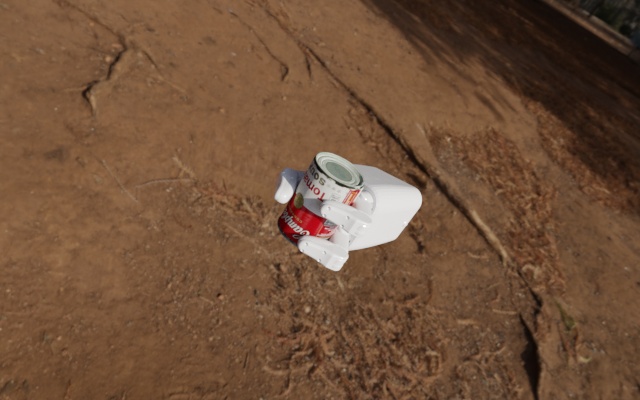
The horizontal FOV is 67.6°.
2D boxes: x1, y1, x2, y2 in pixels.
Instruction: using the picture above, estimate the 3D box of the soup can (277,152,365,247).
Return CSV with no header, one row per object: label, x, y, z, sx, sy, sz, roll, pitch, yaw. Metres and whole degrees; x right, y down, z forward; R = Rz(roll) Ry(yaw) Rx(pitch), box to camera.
soup can,0.000,0.002,0.572,0.068,0.102,0.068,24,30,-14
